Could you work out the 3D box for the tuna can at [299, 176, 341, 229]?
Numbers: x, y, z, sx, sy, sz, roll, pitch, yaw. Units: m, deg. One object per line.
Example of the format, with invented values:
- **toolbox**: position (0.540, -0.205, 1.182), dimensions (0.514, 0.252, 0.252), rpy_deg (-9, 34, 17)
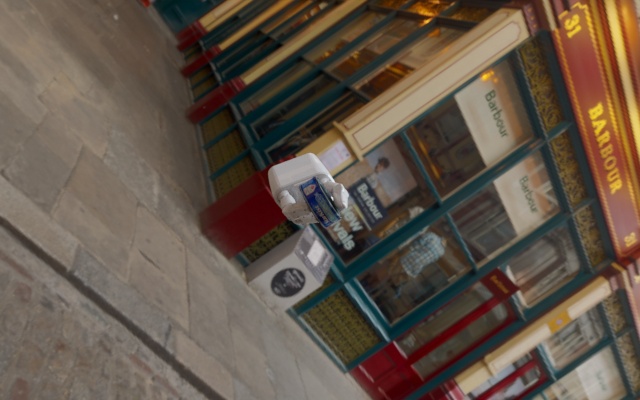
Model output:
- **tuna can**: position (0.001, 0.002, 0.806), dimensions (0.034, 0.086, 0.086), rpy_deg (-31, -4, 6)
